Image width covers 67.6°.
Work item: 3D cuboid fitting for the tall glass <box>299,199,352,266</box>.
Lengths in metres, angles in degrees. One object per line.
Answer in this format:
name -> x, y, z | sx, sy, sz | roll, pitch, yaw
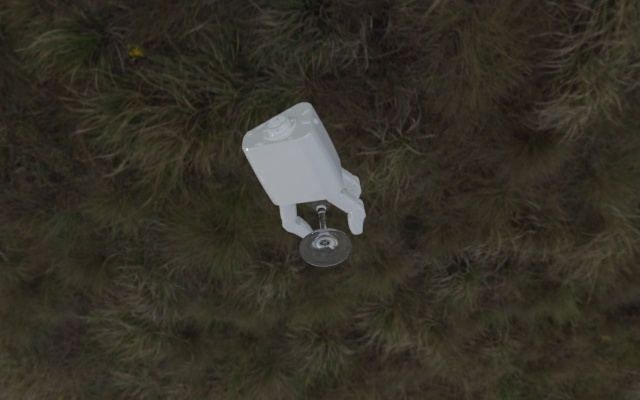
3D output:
tall glass -> 0.000, 0.003, 0.740 | 0.079, 0.079, 0.200 | 0, 40, -5
